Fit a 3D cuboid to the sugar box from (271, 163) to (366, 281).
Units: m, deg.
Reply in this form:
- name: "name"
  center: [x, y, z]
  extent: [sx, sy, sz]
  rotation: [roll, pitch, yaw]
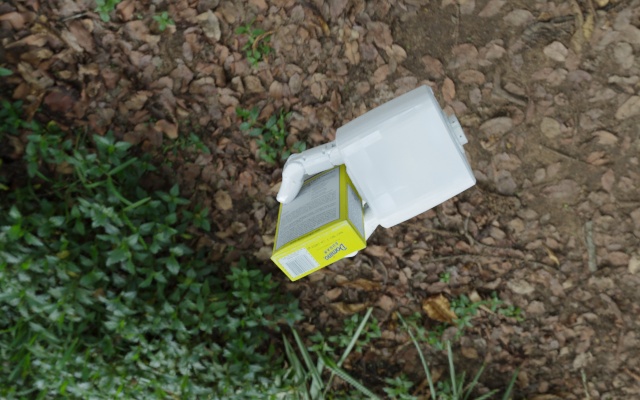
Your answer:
- name: "sugar box"
  center: [0.001, 0.002, 0.543]
  extent: [0.093, 0.048, 0.176]
  rotation: [-27, 28, 20]
